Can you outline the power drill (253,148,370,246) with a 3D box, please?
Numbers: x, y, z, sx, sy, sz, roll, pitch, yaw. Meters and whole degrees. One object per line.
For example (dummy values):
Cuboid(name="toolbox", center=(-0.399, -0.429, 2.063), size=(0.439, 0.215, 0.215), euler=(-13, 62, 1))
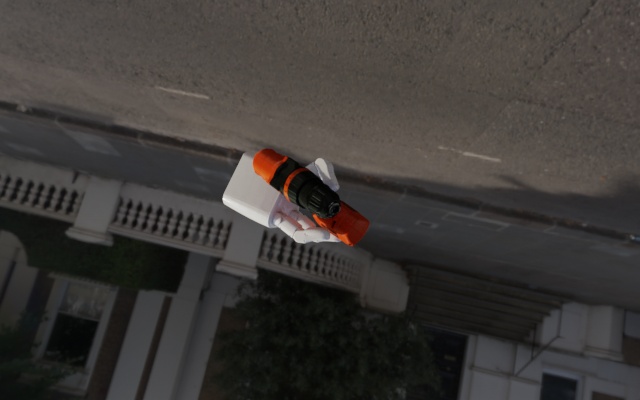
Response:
Cuboid(name="power drill", center=(0.000, 0.003, 0.728), size=(0.184, 0.057, 0.188), euler=(37, -3, 43))
